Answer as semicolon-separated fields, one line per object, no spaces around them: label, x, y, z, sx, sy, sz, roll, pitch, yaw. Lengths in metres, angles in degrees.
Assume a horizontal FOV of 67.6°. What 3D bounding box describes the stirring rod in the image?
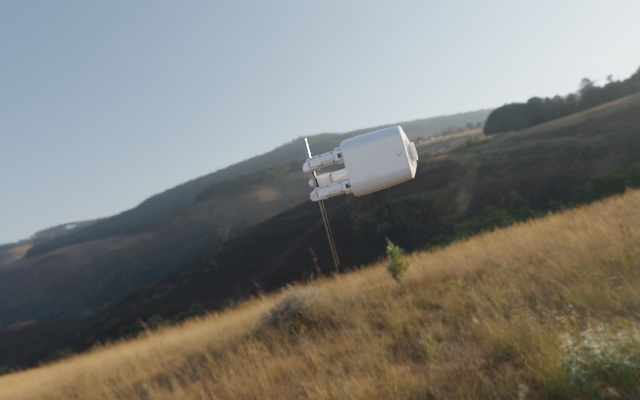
stirring rod;0.000;0.003;0.883;0.011;0.239;0.011;-15;-3;-1
